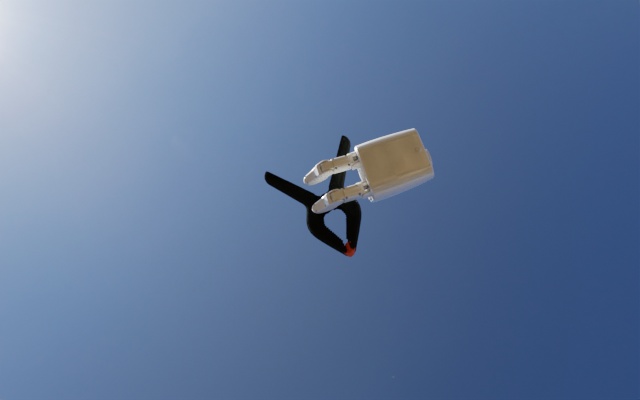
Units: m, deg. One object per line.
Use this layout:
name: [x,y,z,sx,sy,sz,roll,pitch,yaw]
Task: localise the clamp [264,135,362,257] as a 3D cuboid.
clamp: [0.001,0.003,0.817,0.164,0.210,0.036,-19,-22,4]
